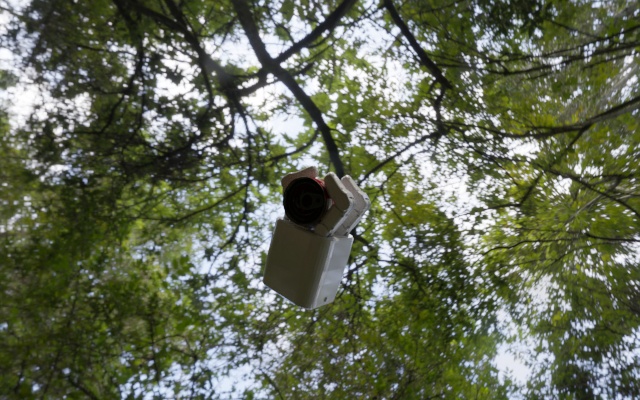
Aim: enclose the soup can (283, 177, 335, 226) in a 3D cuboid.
[{"bbox_3d":[0.000,0.002,0.702,0.068,0.068,0.102,0,-2,28],"label":"soup can"}]
